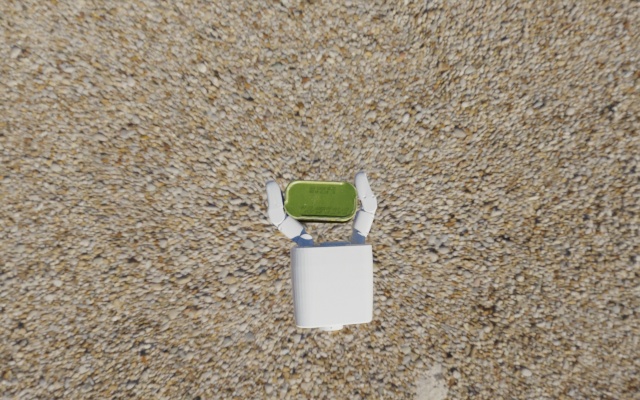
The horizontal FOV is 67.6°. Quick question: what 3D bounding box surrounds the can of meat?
[{"bbox_3d":[0.000,0.002,0.661,0.102,0.057,0.084,1,-4,0],"label":"can of meat"}]
